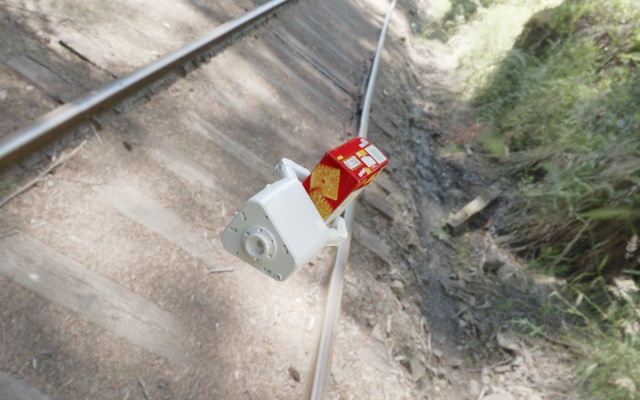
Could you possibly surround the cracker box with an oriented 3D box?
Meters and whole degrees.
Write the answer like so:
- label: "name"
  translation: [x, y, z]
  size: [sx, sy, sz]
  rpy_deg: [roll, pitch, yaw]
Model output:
- label: "cracker box"
  translation: [0.000, 0.003, 0.773]
  size: [0.214, 0.072, 0.164]
  rpy_deg: [-49, -6, 27]
